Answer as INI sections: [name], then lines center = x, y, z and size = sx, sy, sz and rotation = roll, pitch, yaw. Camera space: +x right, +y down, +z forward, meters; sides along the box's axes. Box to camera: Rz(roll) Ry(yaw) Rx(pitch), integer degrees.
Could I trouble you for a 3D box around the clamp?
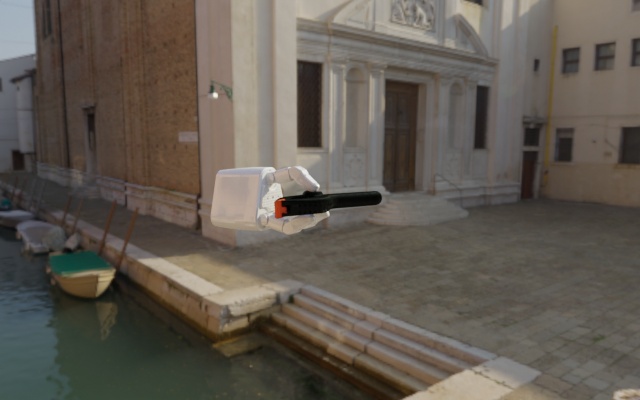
[clamp]
center = 0.000, 0.002, 0.807
size = 0.164, 0.036, 0.210
rotation = 0, 6, 26
